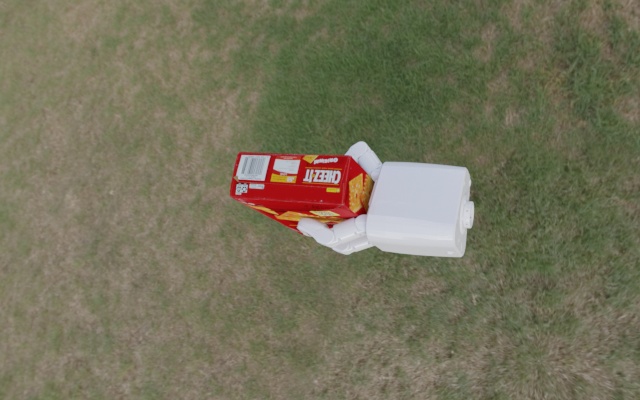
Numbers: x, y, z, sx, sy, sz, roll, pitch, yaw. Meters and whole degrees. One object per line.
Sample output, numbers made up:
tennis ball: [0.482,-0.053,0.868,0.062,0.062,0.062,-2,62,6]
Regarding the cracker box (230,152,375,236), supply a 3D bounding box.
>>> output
cracker box: [0.000,0.002,0.673,0.164,0.072,0.214,4,-15,25]
